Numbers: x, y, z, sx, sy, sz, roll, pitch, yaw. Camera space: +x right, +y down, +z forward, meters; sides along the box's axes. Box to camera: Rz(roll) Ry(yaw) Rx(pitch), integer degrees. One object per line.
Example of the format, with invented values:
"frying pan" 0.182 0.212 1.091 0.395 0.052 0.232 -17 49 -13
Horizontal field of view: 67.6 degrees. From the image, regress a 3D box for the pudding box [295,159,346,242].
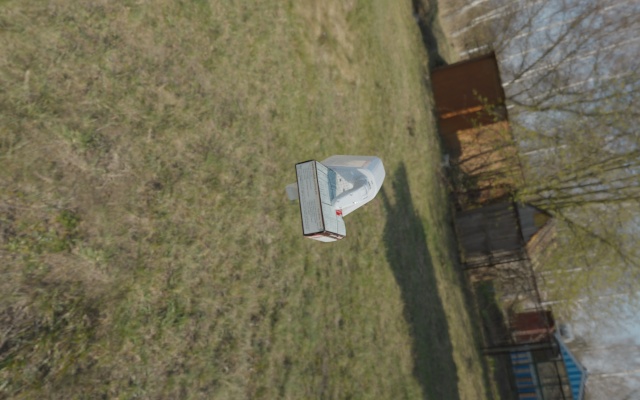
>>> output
"pudding box" 0.000 0.002 0.725 0.039 0.113 0.090 -15 -15 21
